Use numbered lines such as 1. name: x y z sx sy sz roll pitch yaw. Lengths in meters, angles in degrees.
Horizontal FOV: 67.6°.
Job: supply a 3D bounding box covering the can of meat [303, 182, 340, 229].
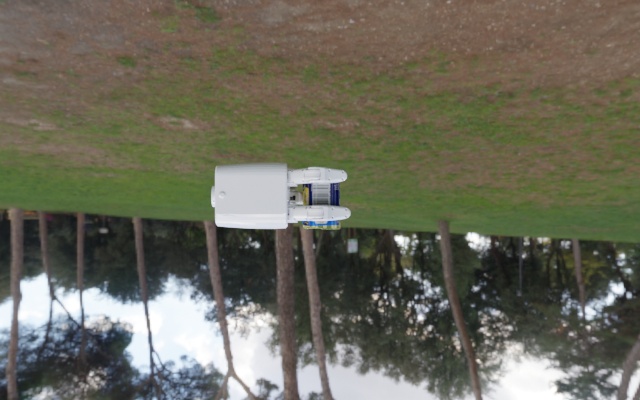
1. can of meat: 0.000 0.003 0.754 0.057 0.084 0.102 0 -2 -7
